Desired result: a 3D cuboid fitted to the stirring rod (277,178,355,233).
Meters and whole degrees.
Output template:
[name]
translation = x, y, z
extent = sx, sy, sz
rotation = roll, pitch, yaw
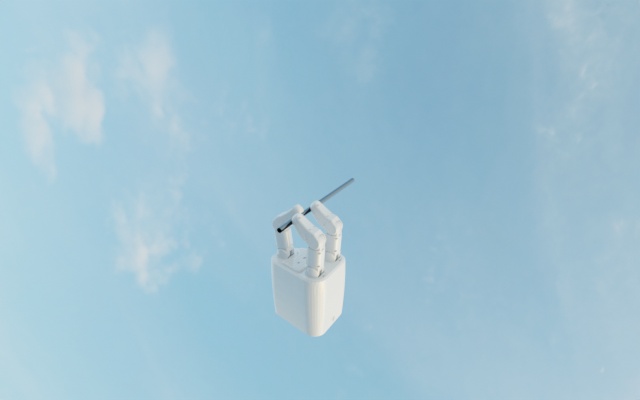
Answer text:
[stirring rod]
translation = 0.000, 0.003, 0.772
extent = 0.011, 0.011, 0.239
rotation = 0, 19, 31
